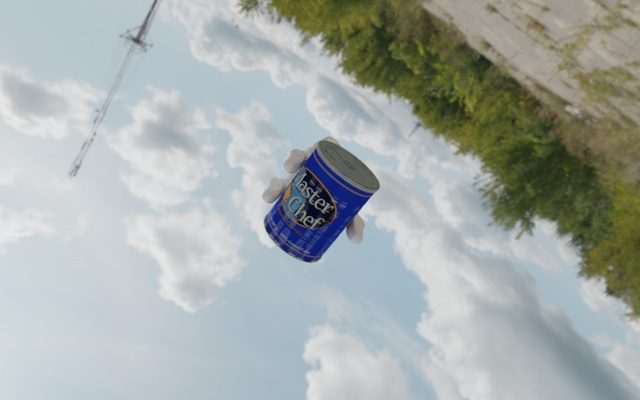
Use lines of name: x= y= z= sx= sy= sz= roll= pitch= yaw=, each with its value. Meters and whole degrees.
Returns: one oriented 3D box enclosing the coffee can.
coffee can: x=0.000 y=0.002 z=0.668 sx=0.103 sy=0.140 sz=0.102 roll=32 pitch=22 yaw=-15
